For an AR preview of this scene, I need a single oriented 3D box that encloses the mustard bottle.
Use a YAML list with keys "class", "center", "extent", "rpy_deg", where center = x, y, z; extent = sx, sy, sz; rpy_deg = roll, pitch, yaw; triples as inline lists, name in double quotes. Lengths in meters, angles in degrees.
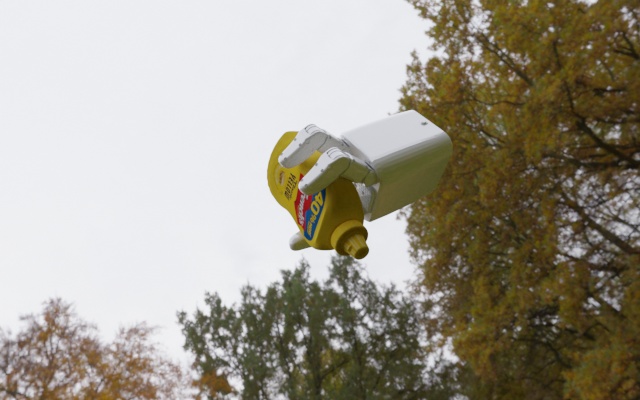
- class: "mustard bottle"
  center: [0.000, 0.002, 0.559]
  extent: [0.058, 0.096, 0.191]
  rpy_deg: [-1, 35, -33]
